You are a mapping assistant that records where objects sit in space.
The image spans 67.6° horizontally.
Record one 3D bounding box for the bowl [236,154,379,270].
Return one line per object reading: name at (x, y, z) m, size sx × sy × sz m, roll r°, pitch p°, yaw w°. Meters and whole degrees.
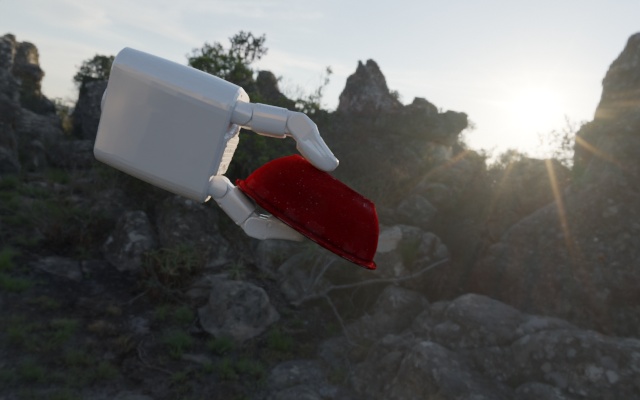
bowl at (0.001, 0.002, 0.469) m, size 0.162 × 0.055 × 0.162 m, roll 32°, pitch 3°, yaw -2°
